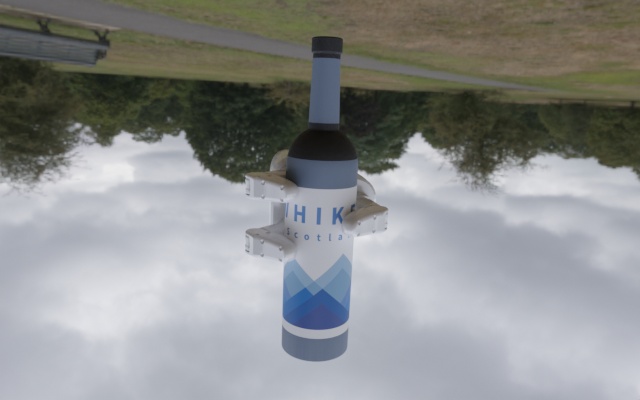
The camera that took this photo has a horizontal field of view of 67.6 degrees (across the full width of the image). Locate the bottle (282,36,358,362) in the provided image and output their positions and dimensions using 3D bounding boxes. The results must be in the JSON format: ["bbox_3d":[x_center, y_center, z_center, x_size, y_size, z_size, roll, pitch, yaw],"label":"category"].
[{"bbox_3d":[0.000,0.002,0.449,0.069,0.296,0.069,2,12,-1],"label":"bottle"}]
